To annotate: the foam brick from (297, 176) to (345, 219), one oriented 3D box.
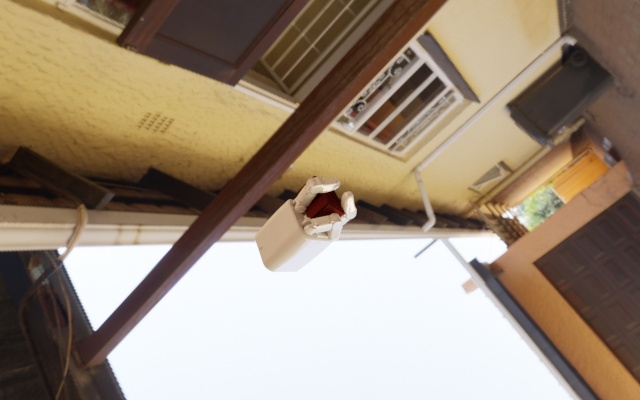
[{"bbox_3d":[0.000,0.003,0.887,0.051,0.078,0.053,-43,-44,20],"label":"foam brick"}]
